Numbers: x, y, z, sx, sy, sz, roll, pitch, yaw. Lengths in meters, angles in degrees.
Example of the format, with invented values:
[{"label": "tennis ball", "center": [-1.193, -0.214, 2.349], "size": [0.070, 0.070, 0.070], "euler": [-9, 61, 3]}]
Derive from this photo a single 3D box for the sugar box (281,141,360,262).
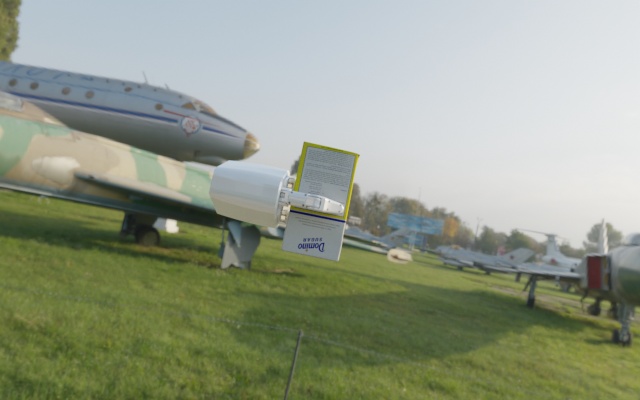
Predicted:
[{"label": "sugar box", "center": [0.000, 0.002, 0.763], "size": [0.093, 0.176, 0.048], "euler": [12, -3, 0]}]
